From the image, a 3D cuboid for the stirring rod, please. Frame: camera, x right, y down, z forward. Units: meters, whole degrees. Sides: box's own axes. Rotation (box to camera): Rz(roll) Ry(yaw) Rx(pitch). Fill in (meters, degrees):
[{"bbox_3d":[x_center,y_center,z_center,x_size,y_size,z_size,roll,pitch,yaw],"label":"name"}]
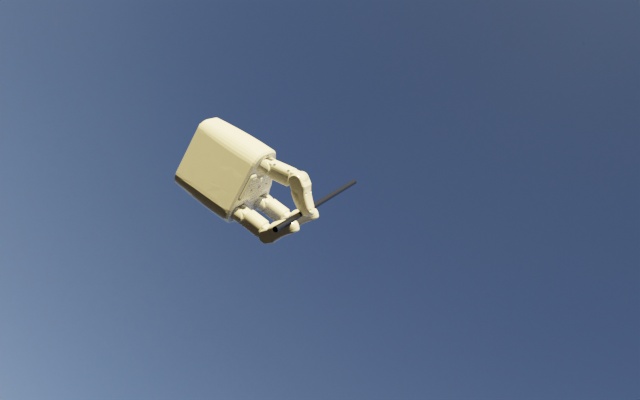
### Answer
[{"bbox_3d":[0.000,0.002,0.687,0.011,0.011,0.239,0,16,29],"label":"stirring rod"}]
